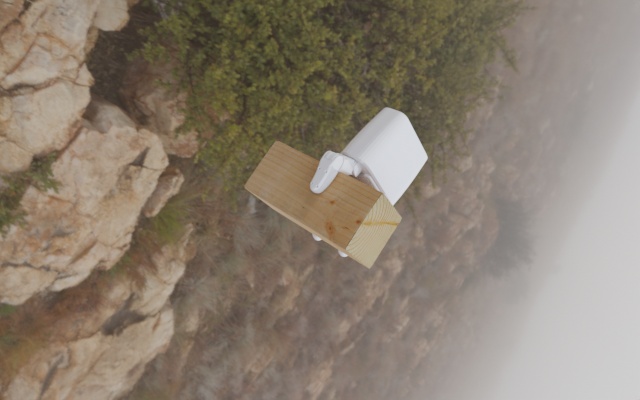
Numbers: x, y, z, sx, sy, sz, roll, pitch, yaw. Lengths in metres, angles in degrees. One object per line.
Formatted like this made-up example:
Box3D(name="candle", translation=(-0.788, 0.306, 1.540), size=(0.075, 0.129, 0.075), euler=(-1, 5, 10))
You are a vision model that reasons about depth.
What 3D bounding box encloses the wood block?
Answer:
Box3D(name="wood block", translation=(0.000, 0.002, 0.698), size=(0.206, 0.090, 0.091), euler=(29, -9, 35))
